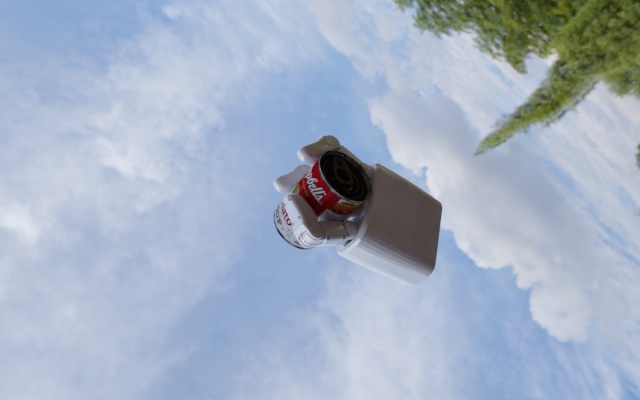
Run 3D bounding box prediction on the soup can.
[{"bbox_3d":[-0.001,0.002,0.536,0.068,0.068,0.102,0,-34,-41],"label":"soup can"}]
